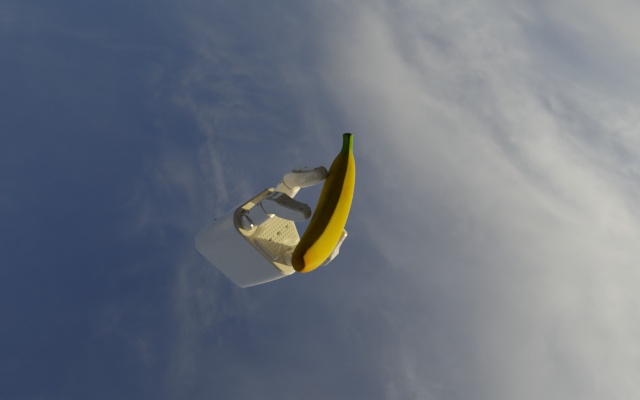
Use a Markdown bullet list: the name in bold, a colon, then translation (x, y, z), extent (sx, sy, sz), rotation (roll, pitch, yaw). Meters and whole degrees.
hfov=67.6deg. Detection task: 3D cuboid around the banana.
- **banana**: translation (0.006, 0.012, 0.536), extent (0.037, 0.197, 0.070), rotation (0, -43, 22)
